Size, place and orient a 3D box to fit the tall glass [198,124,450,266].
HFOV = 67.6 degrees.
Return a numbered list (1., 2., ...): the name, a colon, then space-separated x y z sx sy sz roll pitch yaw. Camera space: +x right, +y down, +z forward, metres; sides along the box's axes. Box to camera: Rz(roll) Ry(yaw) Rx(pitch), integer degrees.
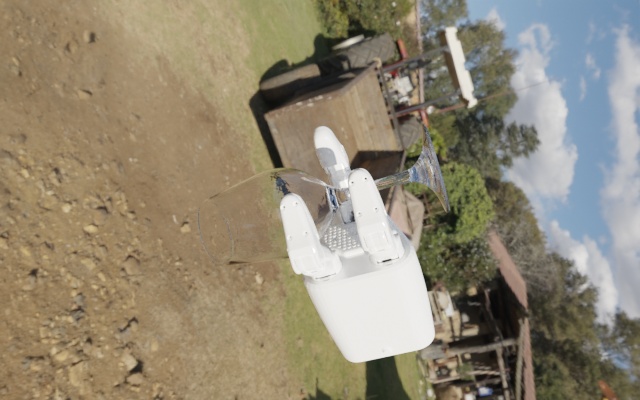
1. tall glass: 0.001 0.001 0.405 0.201 0.079 0.079 -16 -3 11
